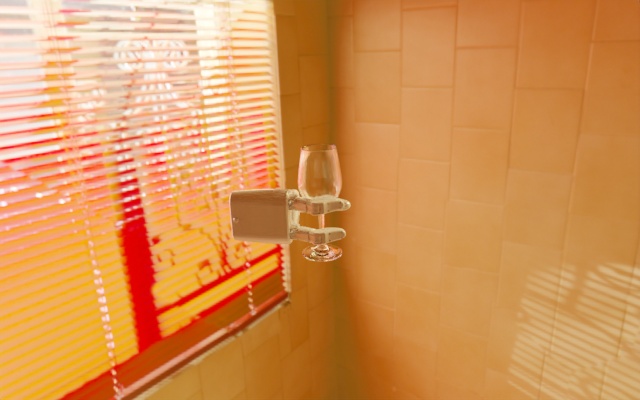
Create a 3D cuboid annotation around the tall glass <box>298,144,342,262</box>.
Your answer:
[{"bbox_3d":[0.000,0.003,0.857,0.079,0.201,0.079,-2,18,0],"label":"tall glass"}]
